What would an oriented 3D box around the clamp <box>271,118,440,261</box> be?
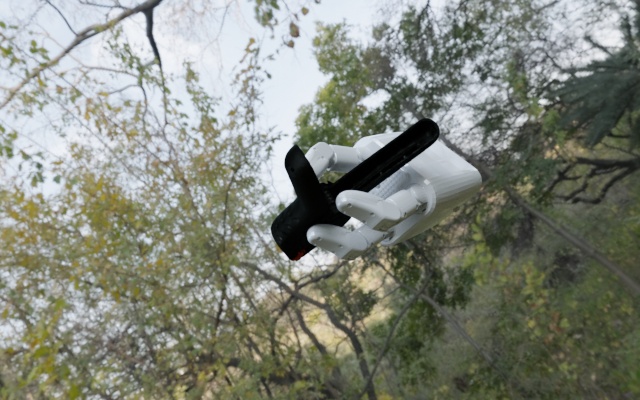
[{"bbox_3d":[0.000,0.001,0.453,0.164,0.036,0.210,-12,-27,-42],"label":"clamp"}]
